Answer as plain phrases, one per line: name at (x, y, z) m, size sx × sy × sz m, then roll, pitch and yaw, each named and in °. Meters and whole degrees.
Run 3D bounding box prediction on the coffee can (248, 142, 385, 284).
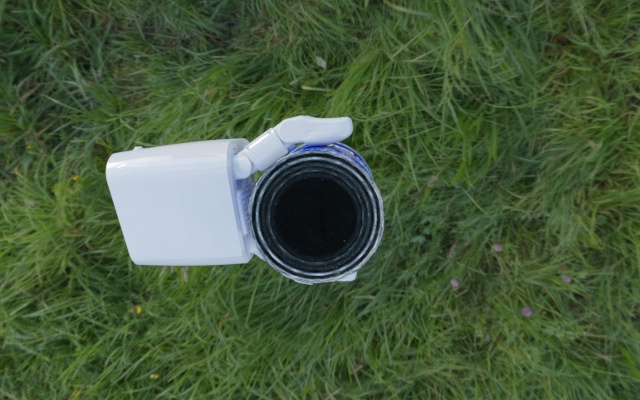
coffee can at (0.000, 0.001, 0.422) m, size 0.103 × 0.103 × 0.140 m, roll 0°, pitch 10°, yaw 3°
